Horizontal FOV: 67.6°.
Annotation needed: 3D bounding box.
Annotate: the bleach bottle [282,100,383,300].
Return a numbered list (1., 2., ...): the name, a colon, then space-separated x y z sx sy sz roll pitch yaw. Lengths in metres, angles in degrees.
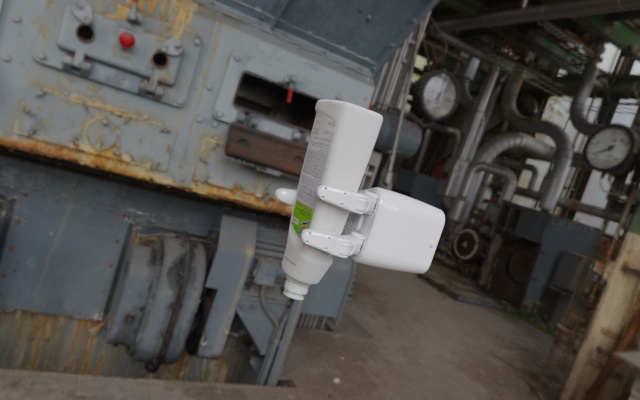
1. bleach bottle: 0.000 0.002 0.610 0.068 0.251 0.102 15 7 -25
